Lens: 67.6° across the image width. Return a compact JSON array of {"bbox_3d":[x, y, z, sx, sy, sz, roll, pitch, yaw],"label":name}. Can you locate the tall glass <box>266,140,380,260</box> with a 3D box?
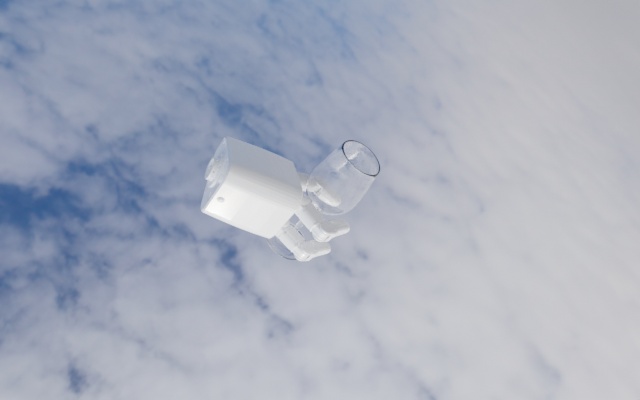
[{"bbox_3d":[0.000,0.003,0.683,0.079,0.079,0.201,0,-36,-42],"label":"tall glass"}]
